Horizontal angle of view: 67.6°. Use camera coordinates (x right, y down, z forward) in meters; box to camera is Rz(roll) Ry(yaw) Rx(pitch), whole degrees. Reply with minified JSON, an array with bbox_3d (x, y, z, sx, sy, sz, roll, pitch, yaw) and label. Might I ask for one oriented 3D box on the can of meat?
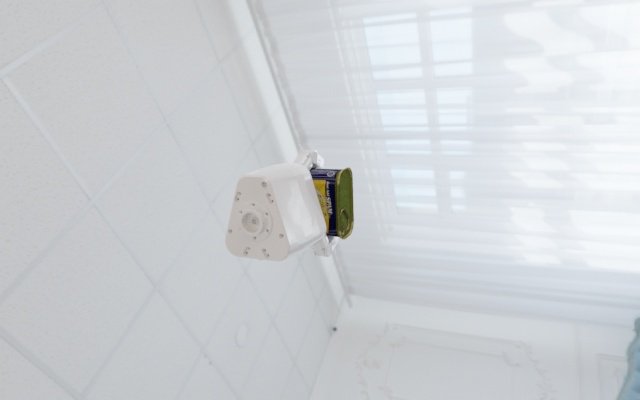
[{"bbox_3d":[0.000,0.002,0.702,0.084,0.102,0.057,3,14,23],"label":"can of meat"}]
